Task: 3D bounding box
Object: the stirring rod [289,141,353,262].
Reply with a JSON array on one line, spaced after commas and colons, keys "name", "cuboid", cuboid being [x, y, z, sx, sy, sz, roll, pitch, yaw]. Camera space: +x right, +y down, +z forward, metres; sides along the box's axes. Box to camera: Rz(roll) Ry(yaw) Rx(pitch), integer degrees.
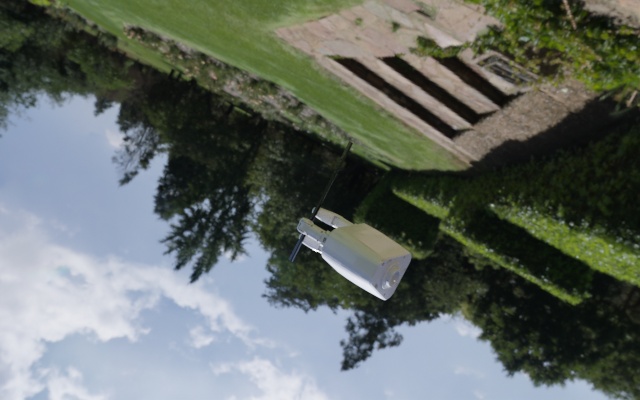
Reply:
[{"name": "stirring rod", "cuboid": [0.000, 0.003, 0.862, 0.011, 0.239, 0.011, 27, 4, -2]}]
